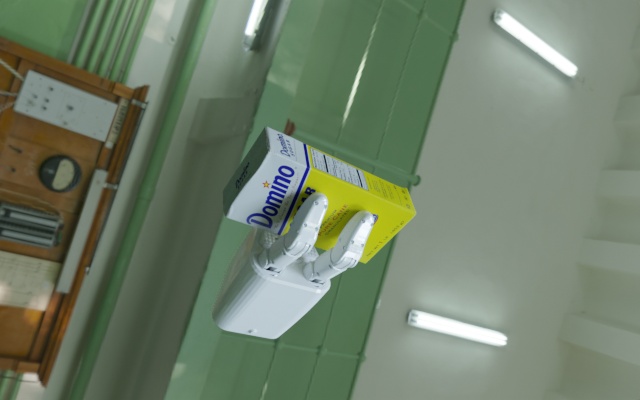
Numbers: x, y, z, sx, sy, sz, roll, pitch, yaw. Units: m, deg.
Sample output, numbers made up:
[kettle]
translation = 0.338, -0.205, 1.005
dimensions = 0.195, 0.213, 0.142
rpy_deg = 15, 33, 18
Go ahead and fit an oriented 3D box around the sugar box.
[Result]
[sugar box]
translation = 0.000, 0.002, 0.485
dimensions = 0.176, 0.048, 0.093
rpy_deg = 19, -53, -29
